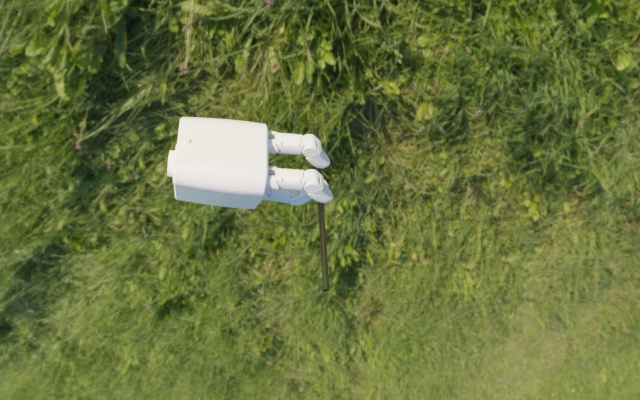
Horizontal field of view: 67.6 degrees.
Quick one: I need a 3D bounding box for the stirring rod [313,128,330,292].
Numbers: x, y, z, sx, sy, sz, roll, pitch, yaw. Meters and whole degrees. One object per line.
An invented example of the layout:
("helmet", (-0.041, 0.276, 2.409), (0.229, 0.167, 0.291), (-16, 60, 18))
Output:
("stirring rod", (0.000, 0.002, 0.619), (0.011, 0.239, 0.011), (-3, -30, -2))
